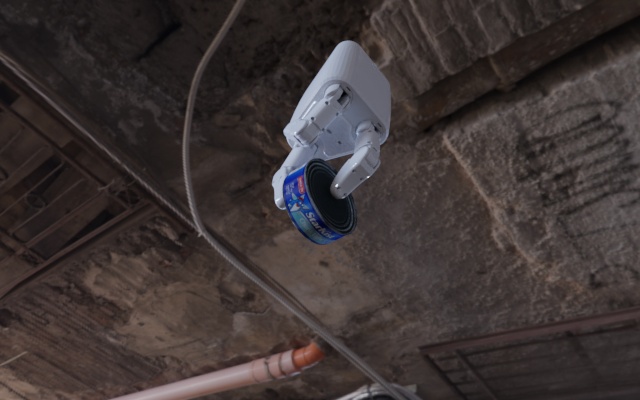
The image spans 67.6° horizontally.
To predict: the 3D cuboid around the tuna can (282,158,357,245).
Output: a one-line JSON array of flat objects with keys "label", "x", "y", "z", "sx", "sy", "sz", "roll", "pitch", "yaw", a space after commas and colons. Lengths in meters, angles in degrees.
[{"label": "tuna can", "x": 0.000, "y": 0.002, "z": 0.493, "sx": 0.034, "sy": 0.086, "sz": 0.086, "roll": -28, "pitch": -14, "yaw": 28}]
